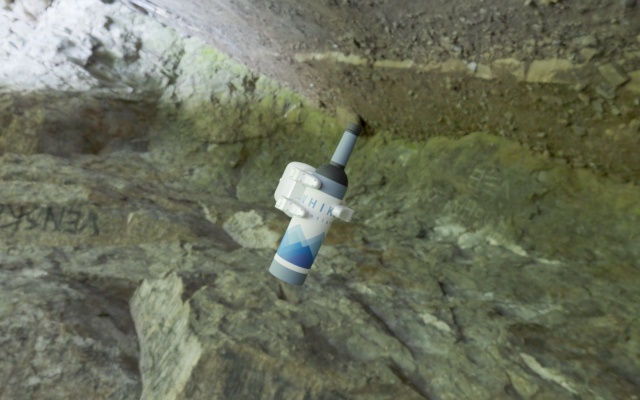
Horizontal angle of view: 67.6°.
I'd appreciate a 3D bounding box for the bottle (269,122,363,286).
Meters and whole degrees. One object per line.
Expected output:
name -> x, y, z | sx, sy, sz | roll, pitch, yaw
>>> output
bottle -> 0.000, 0.003, 0.837 | 0.069, 0.296, 0.069 | 25, 4, -2
